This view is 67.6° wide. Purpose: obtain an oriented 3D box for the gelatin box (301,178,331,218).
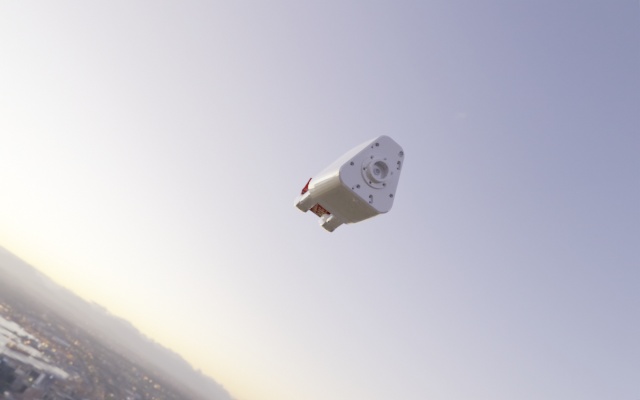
[{"bbox_3d":[0.000,0.002,0.823,0.073,0.030,0.089,34,-17,0],"label":"gelatin box"}]
